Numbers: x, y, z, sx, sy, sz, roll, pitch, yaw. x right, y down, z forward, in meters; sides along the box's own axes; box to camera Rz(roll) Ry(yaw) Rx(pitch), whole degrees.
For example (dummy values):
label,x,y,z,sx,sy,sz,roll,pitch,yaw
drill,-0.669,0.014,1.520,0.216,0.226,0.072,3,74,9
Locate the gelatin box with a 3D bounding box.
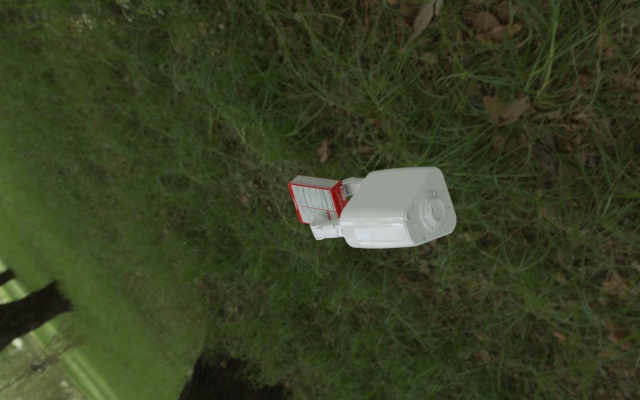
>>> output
label,x,y,z,sx,sy,sz,roll,pitch,yaw
gelatin box,0.000,0.003,0.724,0.089,0.073,0.030,8,38,38
